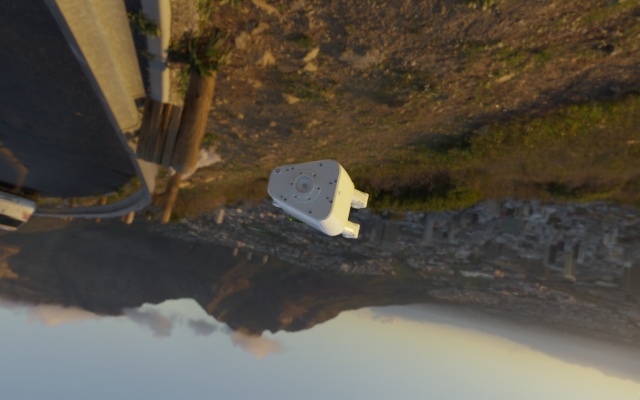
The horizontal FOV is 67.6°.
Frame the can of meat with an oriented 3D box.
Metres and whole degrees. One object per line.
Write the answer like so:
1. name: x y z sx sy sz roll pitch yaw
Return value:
1. can of meat: 0.000 0.003 0.833 0.102 0.084 0.057 11 -11 11
